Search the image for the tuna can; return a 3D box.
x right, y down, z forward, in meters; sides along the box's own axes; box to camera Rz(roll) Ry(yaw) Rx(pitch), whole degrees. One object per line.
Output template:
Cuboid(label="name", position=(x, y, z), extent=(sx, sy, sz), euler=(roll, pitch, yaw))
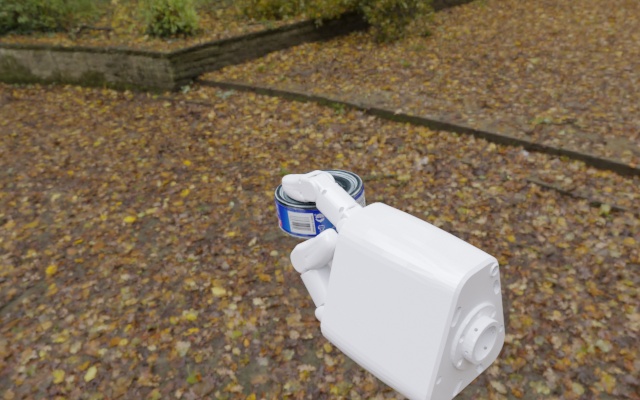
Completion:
Cuboid(label="tuna can", position=(0.000, 0.001, 0.454), extent=(0.086, 0.034, 0.086), euler=(-7, 26, 3))
